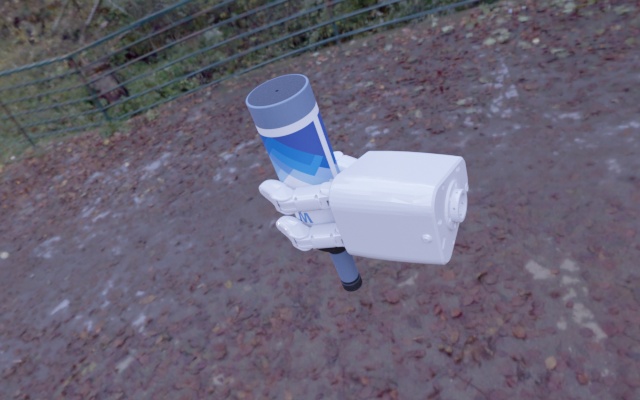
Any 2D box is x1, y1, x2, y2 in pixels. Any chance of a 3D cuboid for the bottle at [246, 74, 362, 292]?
[{"bbox_3d":[0.000,0.002,0.559,0.069,0.296,0.069,-14,37,10],"label":"bottle"}]
